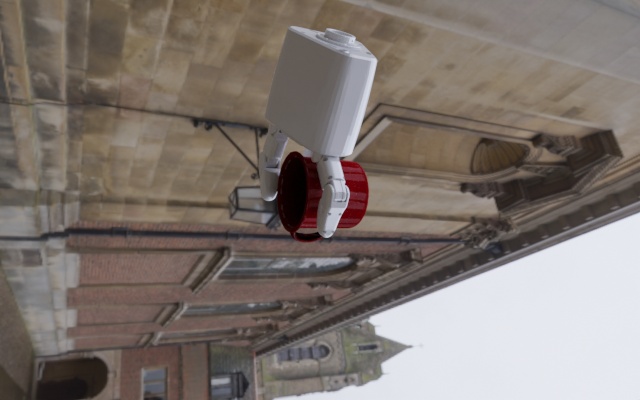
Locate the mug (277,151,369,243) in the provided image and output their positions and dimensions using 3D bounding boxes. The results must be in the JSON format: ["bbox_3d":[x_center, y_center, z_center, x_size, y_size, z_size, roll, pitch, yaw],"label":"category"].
[{"bbox_3d":[0.000,0.003,0.565,0.081,0.117,0.093,2,31,-26],"label":"mug"}]
